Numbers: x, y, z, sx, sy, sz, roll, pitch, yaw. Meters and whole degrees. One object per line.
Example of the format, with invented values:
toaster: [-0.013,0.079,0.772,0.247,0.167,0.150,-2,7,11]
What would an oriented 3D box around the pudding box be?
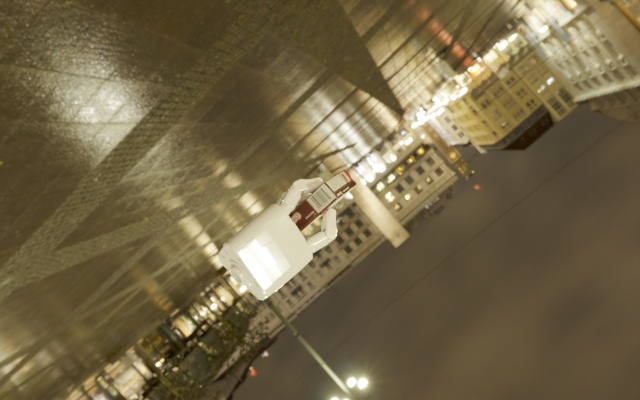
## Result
pudding box: [0.000,0.003,0.831,0.113,0.039,0.090,-40,-2,31]
